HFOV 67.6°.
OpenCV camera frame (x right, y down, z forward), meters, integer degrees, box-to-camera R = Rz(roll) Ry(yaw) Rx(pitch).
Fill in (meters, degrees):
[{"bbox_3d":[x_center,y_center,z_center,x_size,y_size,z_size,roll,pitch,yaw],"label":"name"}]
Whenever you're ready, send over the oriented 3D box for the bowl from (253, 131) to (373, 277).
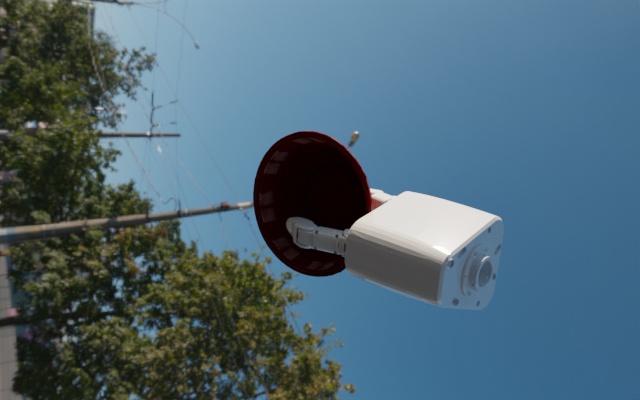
[{"bbox_3d":[-0.001,0.001,0.545,0.162,0.162,0.055,0,8,35],"label":"bowl"}]
